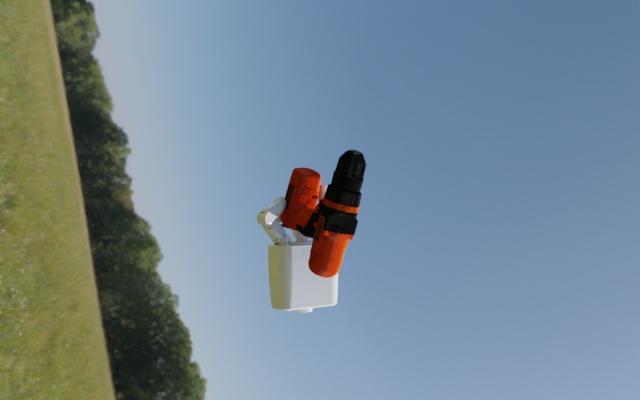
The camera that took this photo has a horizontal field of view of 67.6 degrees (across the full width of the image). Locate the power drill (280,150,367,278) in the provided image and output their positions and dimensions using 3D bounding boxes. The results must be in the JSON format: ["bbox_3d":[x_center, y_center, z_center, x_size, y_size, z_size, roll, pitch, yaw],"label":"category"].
[{"bbox_3d":[0.000,0.003,0.729,0.057,0.184,0.187,13,9,-22],"label":"power drill"}]
